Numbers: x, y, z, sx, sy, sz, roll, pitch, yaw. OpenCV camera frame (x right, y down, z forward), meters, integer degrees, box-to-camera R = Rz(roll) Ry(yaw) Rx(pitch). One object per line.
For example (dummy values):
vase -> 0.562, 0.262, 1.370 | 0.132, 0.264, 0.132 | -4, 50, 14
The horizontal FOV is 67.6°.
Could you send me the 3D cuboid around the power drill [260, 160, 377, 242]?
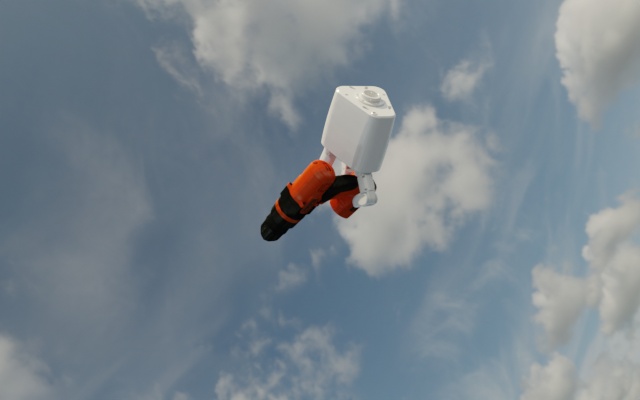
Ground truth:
power drill -> 0.001, 0.002, 0.837 | 0.187, 0.057, 0.184 | -7, -32, -52
